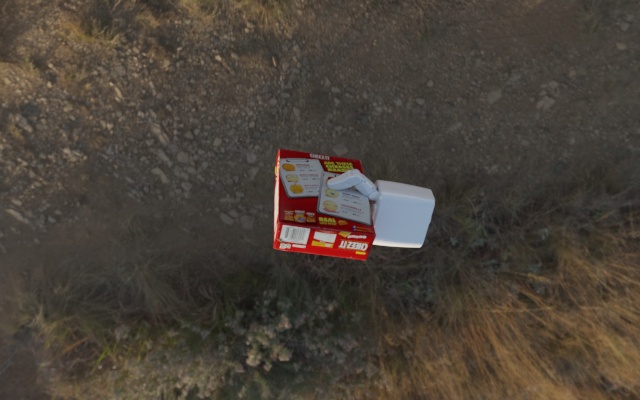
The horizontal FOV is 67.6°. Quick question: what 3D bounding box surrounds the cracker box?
[{"bbox_3d":[0.000,0.003,0.859,0.164,0.072,0.213,8,38,-11],"label":"cracker box"}]
